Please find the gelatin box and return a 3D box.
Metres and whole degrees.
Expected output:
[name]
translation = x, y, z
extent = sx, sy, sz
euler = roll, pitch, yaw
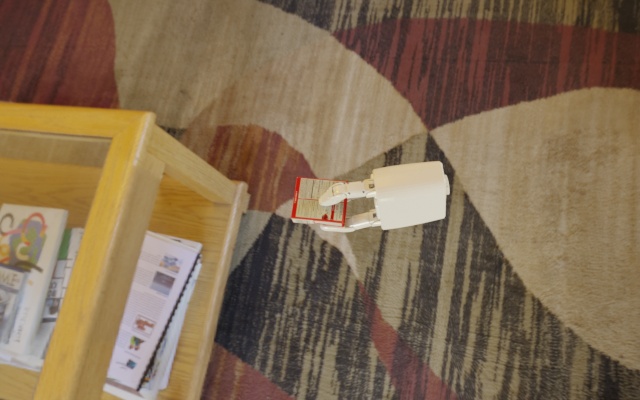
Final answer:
[gelatin box]
translation = 0.000, 0.002, 0.792
extent = 0.089, 0.073, 0.030
euler = 5, -17, 6
